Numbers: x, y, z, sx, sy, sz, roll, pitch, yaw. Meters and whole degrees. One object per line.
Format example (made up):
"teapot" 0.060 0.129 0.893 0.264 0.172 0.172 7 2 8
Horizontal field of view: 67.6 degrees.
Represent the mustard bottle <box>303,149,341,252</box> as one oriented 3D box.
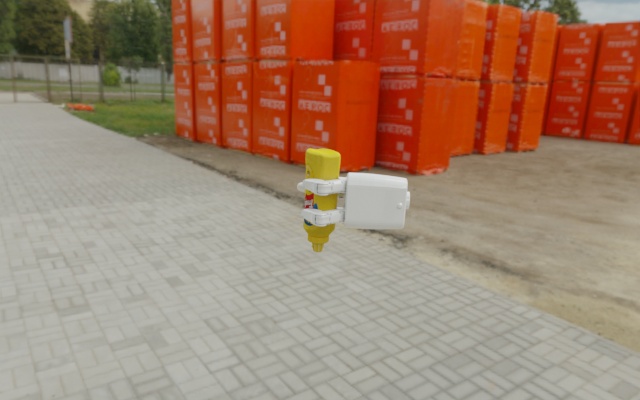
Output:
"mustard bottle" 0.000 0.003 0.889 0.058 0.192 0.096 -2 14 -20
